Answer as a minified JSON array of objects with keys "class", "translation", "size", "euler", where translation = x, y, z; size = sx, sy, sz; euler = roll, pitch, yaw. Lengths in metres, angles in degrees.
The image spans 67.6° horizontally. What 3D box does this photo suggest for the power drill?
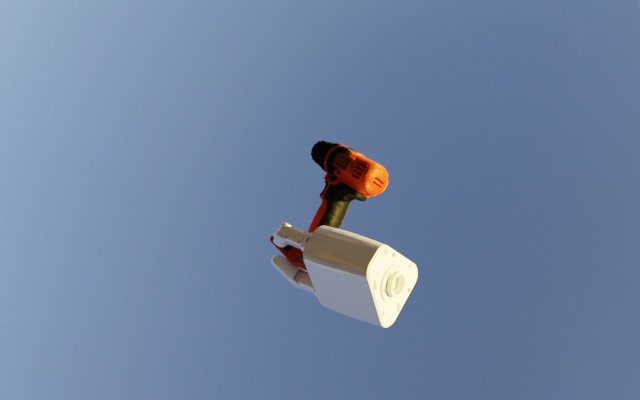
[{"class":"power drill","translation":[0.000,0.003,0.720],"size":[0.057,0.187,0.184],"euler":[29,3,-32]}]
